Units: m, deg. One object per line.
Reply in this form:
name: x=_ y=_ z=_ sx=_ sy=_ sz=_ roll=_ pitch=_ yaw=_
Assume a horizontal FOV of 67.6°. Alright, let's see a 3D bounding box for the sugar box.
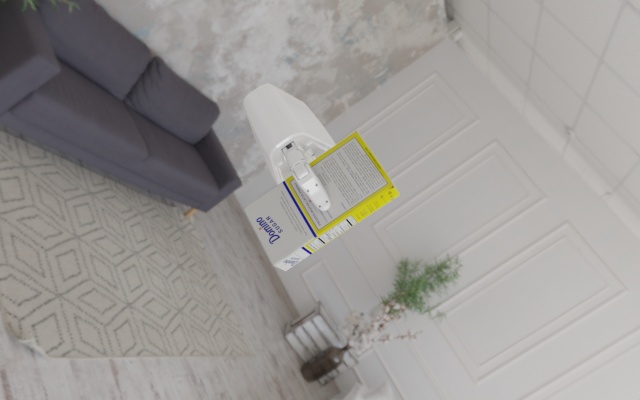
sugar box: x=0.000 y=0.002 z=0.600 sx=0.176 sy=0.093 sz=0.048 roll=-34 pitch=-27 yaw=7
